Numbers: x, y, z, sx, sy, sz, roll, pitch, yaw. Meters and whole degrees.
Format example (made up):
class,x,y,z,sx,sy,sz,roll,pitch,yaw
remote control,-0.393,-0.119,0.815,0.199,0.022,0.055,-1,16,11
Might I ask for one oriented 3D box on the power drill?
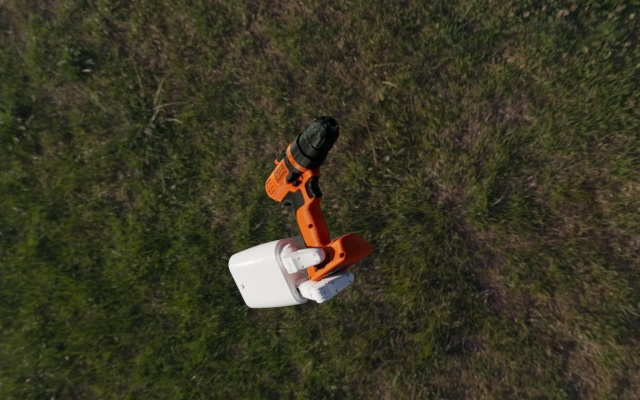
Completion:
class,x,y,z,sx,sy,sz,roll,pitch,yaw
power drill,0.000,0.003,0.652,0.057,0.187,0.184,-11,-22,-33
